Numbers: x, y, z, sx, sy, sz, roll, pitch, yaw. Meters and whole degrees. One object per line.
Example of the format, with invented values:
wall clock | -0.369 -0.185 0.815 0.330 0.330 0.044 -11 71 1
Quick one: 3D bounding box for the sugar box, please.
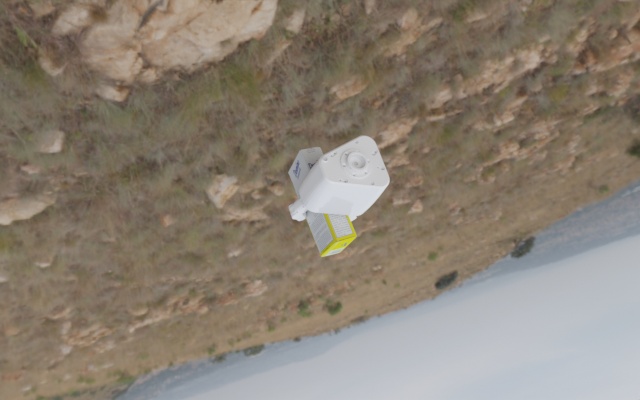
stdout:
sugar box | 0.001 0.003 0.839 0.048 0.176 0.093 -12 -19 -23
